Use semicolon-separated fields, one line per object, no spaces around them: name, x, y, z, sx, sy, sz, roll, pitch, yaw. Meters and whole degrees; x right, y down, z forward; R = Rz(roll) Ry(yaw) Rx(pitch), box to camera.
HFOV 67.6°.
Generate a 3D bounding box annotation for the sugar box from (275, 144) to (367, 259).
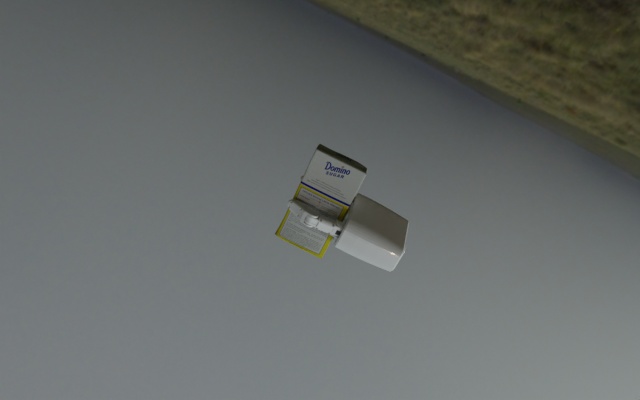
sugar box;0.000;0.003;0.811;0.093;0.176;0.048;27;20;-2
